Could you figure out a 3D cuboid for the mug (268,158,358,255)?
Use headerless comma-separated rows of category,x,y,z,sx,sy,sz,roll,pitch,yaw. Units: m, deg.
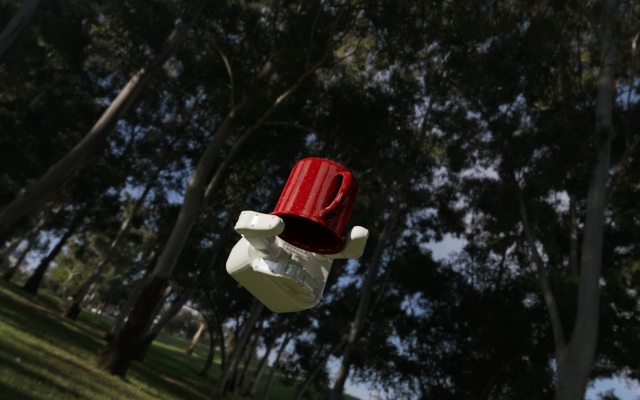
mug,0.001,0.001,0.539,0.093,0.081,0.117,30,-28,-16
